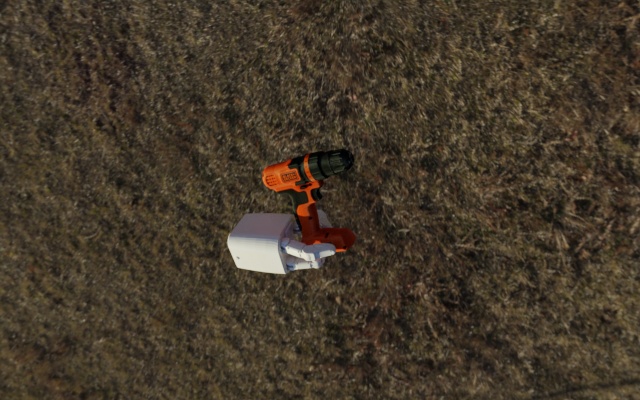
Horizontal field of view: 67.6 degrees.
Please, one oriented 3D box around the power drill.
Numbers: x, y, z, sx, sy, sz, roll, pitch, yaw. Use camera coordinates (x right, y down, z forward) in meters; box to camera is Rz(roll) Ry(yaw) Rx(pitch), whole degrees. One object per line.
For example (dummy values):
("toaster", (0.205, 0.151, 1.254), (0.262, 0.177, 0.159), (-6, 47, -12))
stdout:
("power drill", (0.000, 0.003, 0.874), (0.184, 0.188, 0.057), (-10, 19, 32))
